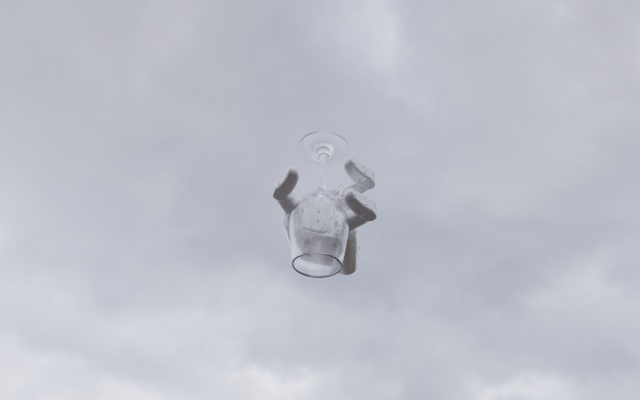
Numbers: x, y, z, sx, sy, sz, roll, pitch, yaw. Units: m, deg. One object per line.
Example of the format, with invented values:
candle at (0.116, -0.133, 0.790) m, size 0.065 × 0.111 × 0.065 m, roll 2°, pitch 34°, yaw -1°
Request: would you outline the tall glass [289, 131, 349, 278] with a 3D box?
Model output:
tall glass at (0.000, 0.001, 0.646) m, size 0.079 × 0.200 × 0.079 m, roll 2°, pitch -38°, yaw 2°
